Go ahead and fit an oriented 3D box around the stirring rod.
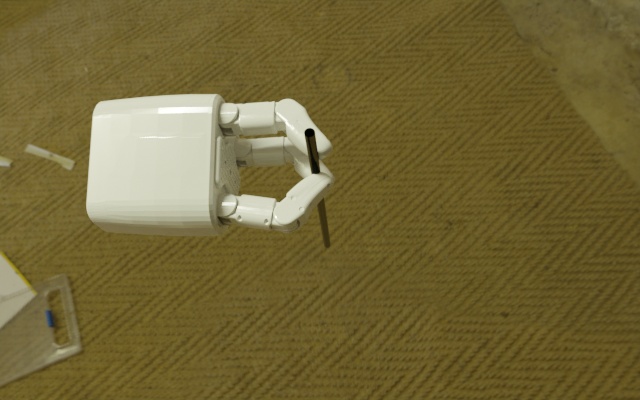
[{"bbox_3d":[0.000,0.002,0.454,0.011,0.011,0.240,0,-25,4],"label":"stirring rod"}]
